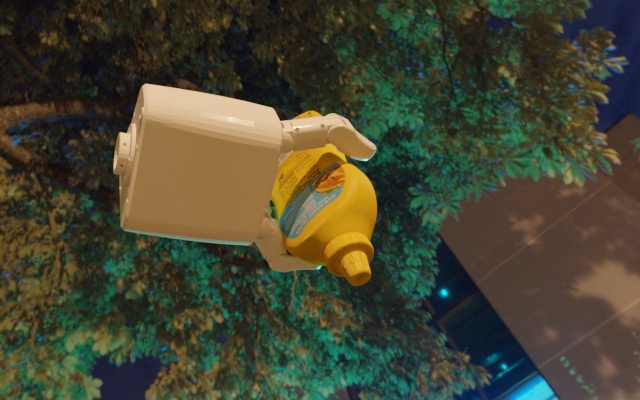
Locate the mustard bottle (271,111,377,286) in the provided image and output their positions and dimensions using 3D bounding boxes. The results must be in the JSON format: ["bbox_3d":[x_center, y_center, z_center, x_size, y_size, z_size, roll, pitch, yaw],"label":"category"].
[{"bbox_3d":[0.000,0.001,0.439,0.058,0.096,0.191,33,20,-40],"label":"mustard bottle"}]
